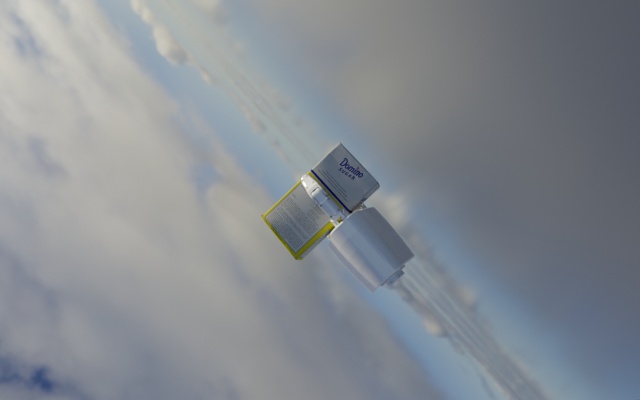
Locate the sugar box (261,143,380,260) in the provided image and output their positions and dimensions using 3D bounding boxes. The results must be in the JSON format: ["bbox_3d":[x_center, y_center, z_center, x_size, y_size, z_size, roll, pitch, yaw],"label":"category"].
[{"bbox_3d":[0.000,0.003,0.762,0.176,0.093,0.048,-42,-14,3],"label":"sugar box"}]
